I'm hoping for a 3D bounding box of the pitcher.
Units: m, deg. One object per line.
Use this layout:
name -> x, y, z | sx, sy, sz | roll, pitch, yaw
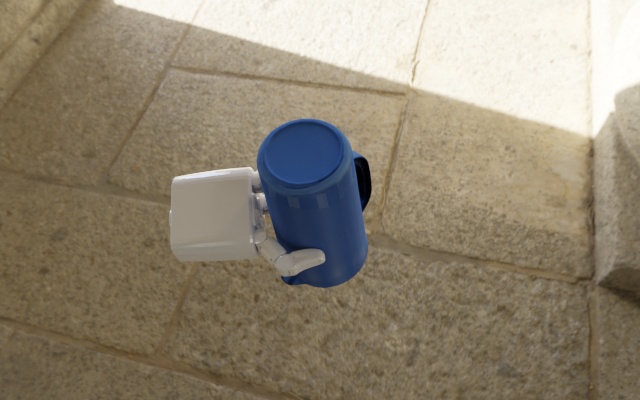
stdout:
pitcher -> 0.000, 0.002, 0.628 | 0.145, 0.149, 0.243 | -5, -32, 4
